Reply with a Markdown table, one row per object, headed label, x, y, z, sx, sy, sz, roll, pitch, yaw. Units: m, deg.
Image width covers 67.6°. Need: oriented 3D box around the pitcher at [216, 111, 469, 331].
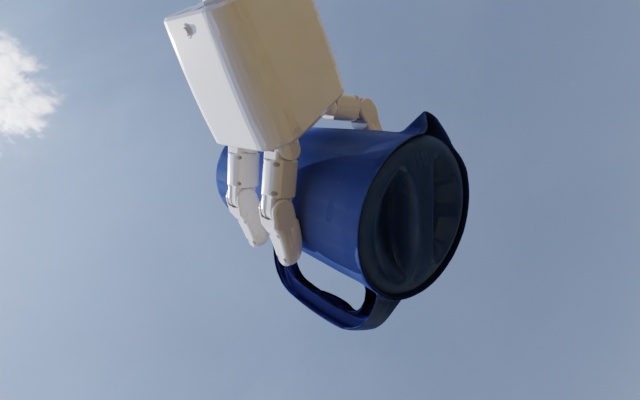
| label | x | y | z | sx | sy | sz | roll | pitch | yaw |
| --- | --- | --- | --- | --- | --- | --- | --- | --- | --- |
| pitcher | 0.000 | 0.001 | 0.452 | 0.149 | 0.145 | 0.243 | -39 | 34 | -27 |
